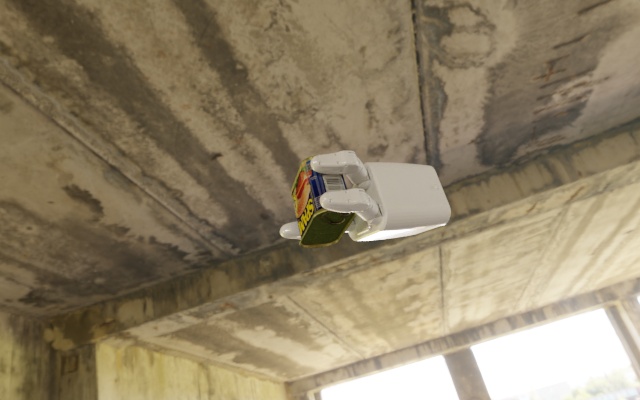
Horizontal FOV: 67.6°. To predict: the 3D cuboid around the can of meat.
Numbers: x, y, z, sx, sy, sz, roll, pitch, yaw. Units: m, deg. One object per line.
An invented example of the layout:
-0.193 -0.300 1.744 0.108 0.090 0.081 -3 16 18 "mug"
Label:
0.000 0.002 0.626 0.057 0.084 0.102 -3 -30 -20 "can of meat"
